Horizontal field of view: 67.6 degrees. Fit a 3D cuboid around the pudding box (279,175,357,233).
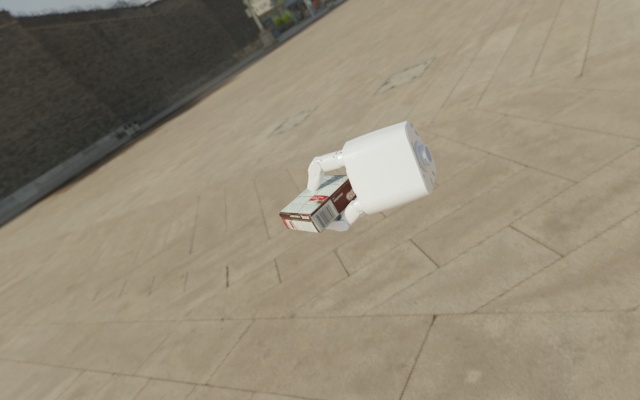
[{"bbox_3d":[0.000,0.002,0.782,0.113,0.039,0.090,-42,25,-29],"label":"pudding box"}]
